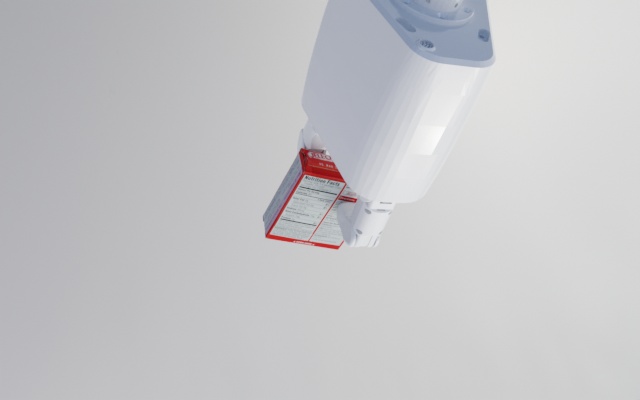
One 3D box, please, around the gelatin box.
[{"bbox_3d":[0.000,0.002,0.409,0.073,0.030,0.089,11,-46,-24],"label":"gelatin box"}]
